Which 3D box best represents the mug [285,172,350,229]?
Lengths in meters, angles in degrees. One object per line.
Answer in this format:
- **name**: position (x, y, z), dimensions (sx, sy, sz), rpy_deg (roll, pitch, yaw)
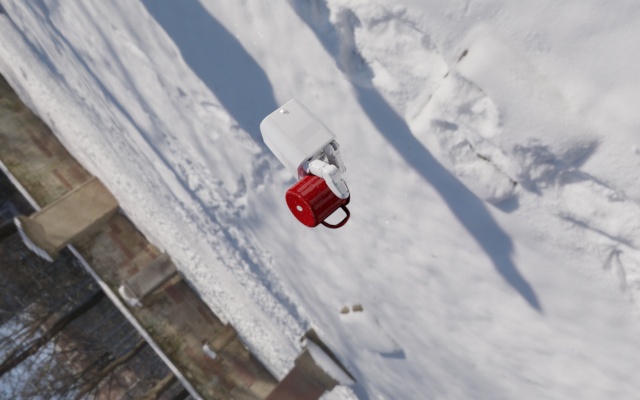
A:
- **mug**: position (0.001, 0.004, 0.841), dimensions (0.081, 0.117, 0.093), rpy_deg (-39, -11, -26)
